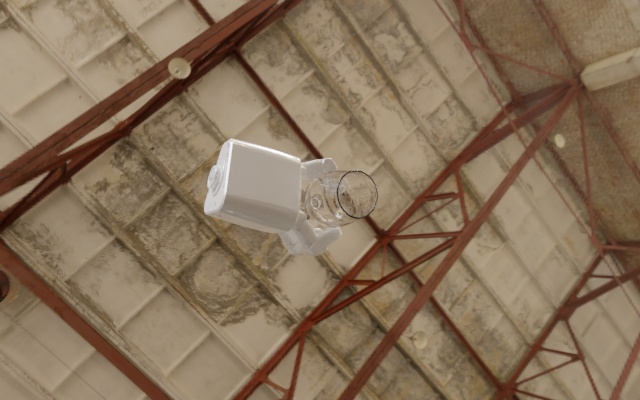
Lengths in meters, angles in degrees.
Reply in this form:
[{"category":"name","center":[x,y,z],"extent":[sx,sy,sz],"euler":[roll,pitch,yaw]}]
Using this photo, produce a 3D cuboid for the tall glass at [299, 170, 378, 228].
[{"category":"tall glass","center":[0.000,0.002,0.687],"extent":[0.079,0.079,0.201],"euler":[0,-6,-29]}]
